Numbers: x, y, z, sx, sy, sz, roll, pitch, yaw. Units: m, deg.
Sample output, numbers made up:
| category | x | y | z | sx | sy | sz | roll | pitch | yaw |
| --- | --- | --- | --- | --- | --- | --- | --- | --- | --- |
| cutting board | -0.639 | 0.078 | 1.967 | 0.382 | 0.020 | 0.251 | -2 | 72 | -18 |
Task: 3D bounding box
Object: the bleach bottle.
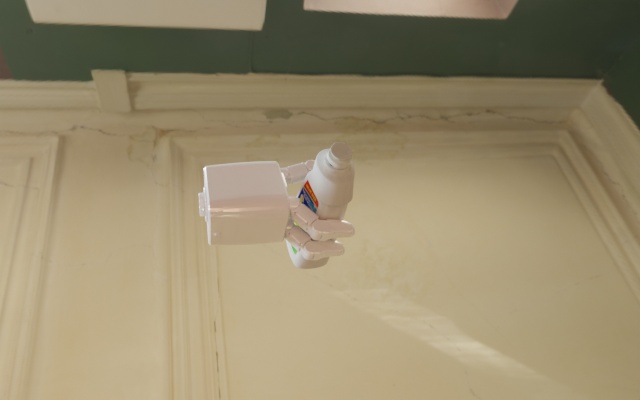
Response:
| category | x | y | z | sx | sy | sz | roll | pitch | yaw |
| --- | --- | --- | --- | --- | --- | --- | --- | --- | --- |
| bleach bottle | 0.000 | 0.002 | 0.693 | 0.068 | 0.102 | 0.251 | -5 | -33 | -17 |
